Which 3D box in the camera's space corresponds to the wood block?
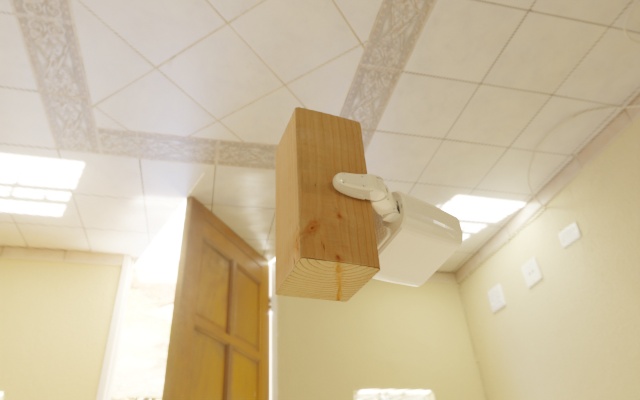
[{"bbox_3d":[0.001,0.002,0.562,0.090,0.206,0.091,10,-37,-20],"label":"wood block"}]
